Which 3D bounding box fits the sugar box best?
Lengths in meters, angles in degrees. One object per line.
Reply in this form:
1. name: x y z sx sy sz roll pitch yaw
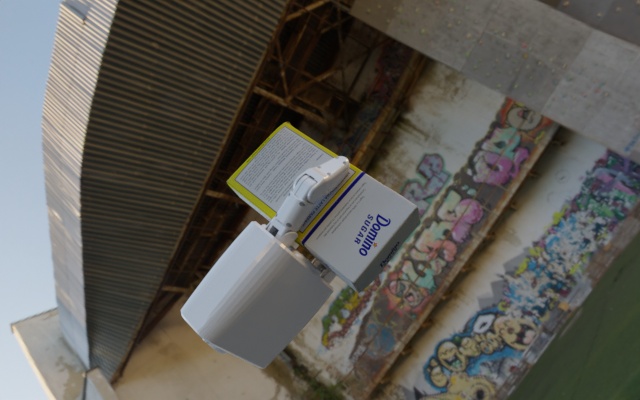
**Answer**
1. sugar box: 0.000 0.002 0.472 0.176 0.093 0.048 37 -11 26
